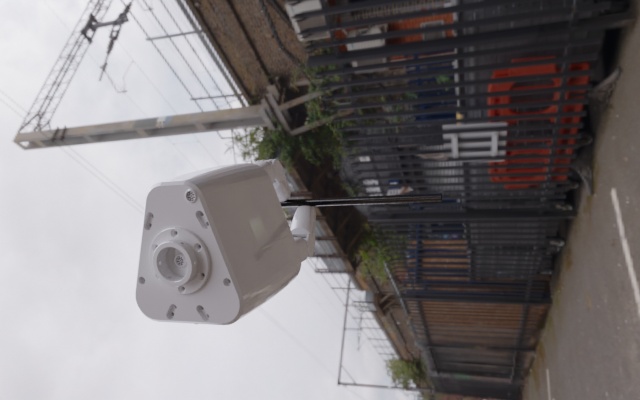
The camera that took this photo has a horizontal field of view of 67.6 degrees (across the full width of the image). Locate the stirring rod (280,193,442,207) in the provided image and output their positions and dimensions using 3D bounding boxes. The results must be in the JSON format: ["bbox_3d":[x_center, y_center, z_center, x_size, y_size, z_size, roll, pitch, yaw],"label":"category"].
[{"bbox_3d":[0.000,0.002,0.488,0.239,0.011,0.011,-2,-1,19],"label":"stirring rod"}]
